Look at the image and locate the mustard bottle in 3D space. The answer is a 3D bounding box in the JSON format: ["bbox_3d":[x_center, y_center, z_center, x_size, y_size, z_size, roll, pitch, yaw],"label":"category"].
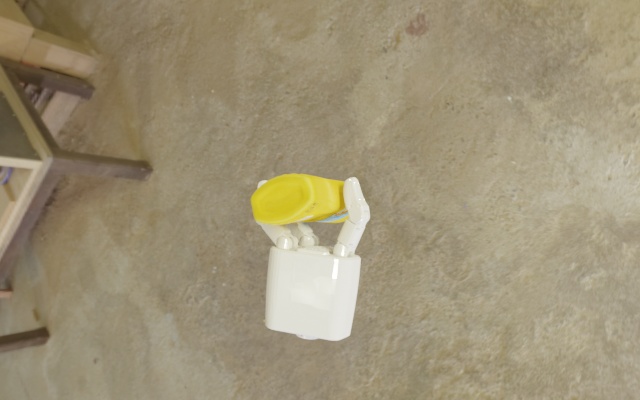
[{"bbox_3d":[0.000,0.002,0.650,0.096,0.058,0.191,-20,-12,29],"label":"mustard bottle"}]
